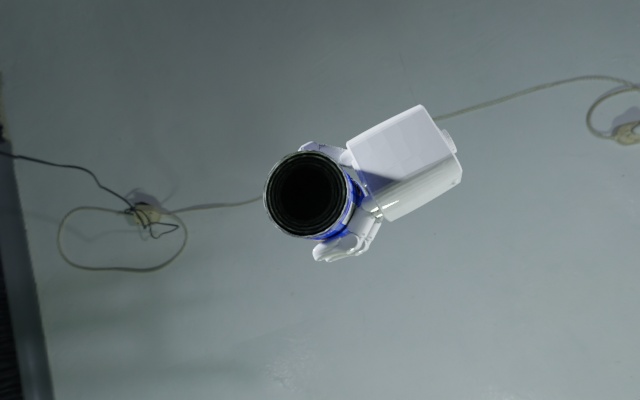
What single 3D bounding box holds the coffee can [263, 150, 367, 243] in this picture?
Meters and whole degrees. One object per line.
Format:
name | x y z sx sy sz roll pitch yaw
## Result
coffee can | 0.000 0.002 0.608 0.103 0.103 0.140 0 -8 15
